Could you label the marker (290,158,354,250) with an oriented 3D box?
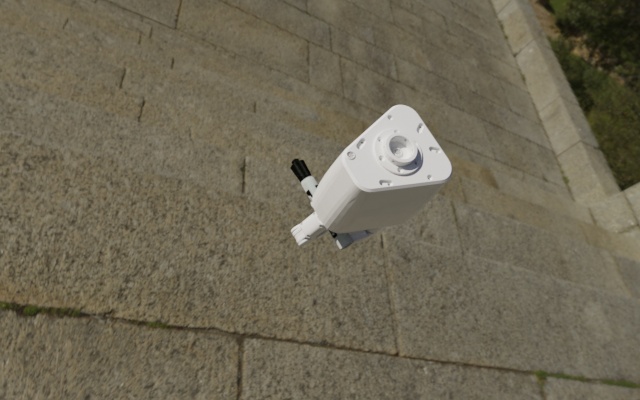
[{"bbox_3d":[0.000,0.002,0.558,0.020,0.121,0.020,-30,-13,-8],"label":"marker"}]
